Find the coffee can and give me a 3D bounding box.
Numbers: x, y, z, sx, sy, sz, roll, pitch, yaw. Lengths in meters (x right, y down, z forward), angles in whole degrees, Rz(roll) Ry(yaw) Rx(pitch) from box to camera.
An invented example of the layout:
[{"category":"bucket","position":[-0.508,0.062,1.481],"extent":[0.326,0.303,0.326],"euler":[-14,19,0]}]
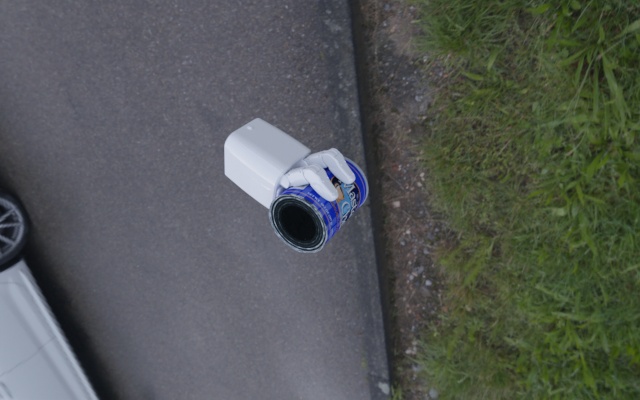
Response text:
[{"category":"coffee can","position":[0.000,0.003,0.756],"extent":[0.103,0.103,0.140],"euler":[0,29,35]}]
